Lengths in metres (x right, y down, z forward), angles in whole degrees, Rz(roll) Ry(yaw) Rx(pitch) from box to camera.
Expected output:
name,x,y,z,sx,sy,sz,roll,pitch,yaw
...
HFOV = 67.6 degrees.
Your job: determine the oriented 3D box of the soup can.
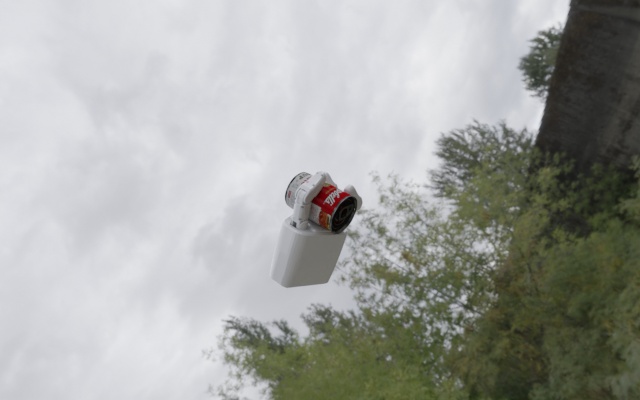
name,x,y,z,sx,sy,sz,roll,pitch,yaw
soup can,0.000,0.002,0.784,0.102,0.068,0.068,29,16,30
